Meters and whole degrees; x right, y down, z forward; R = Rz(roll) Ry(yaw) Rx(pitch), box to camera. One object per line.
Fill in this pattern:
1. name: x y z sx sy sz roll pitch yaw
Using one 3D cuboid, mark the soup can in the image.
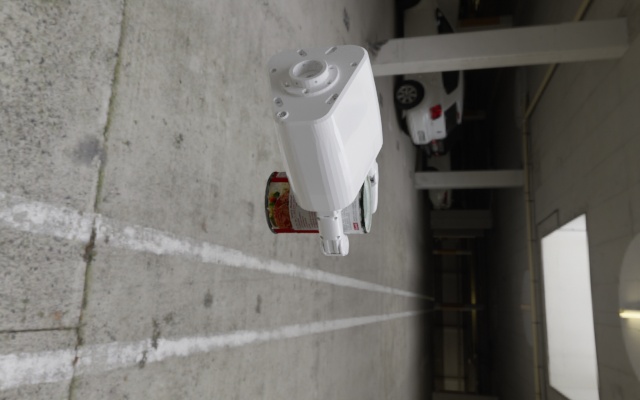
1. soup can: 0.000 0.002 0.507 0.102 0.068 0.068 -1 0 13
